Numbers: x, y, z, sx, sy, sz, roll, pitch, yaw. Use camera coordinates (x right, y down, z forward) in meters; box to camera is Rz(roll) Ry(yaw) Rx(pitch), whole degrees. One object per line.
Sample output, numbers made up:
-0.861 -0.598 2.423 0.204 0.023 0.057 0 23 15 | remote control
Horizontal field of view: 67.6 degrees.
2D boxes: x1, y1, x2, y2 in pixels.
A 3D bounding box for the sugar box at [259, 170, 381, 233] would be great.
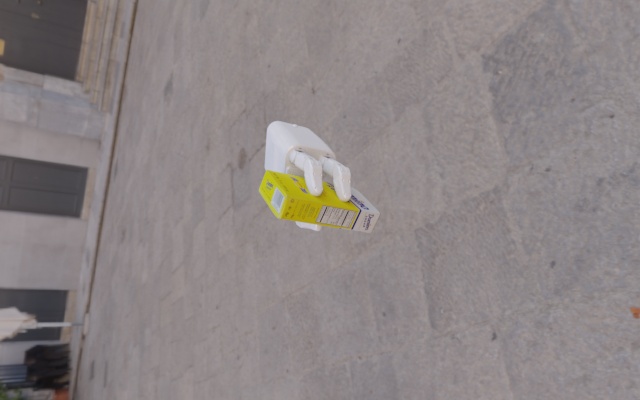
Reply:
0.000 0.002 0.761 0.176 0.048 0.093 8 25 -32 | sugar box
